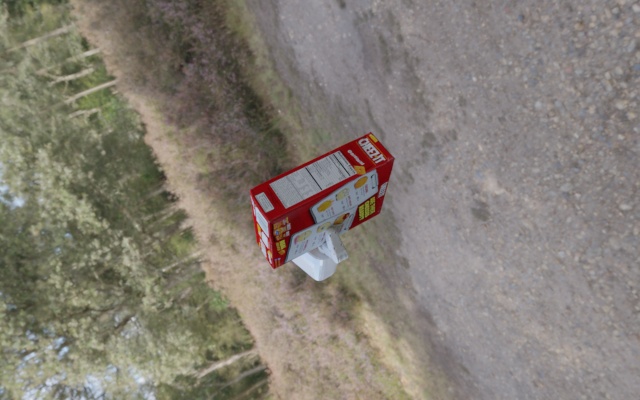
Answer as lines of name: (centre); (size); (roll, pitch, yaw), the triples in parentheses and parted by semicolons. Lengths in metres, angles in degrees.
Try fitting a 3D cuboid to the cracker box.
cracker box: (0.000, 0.003, 0.749); (0.213, 0.072, 0.164); (-27, -27, -18)
